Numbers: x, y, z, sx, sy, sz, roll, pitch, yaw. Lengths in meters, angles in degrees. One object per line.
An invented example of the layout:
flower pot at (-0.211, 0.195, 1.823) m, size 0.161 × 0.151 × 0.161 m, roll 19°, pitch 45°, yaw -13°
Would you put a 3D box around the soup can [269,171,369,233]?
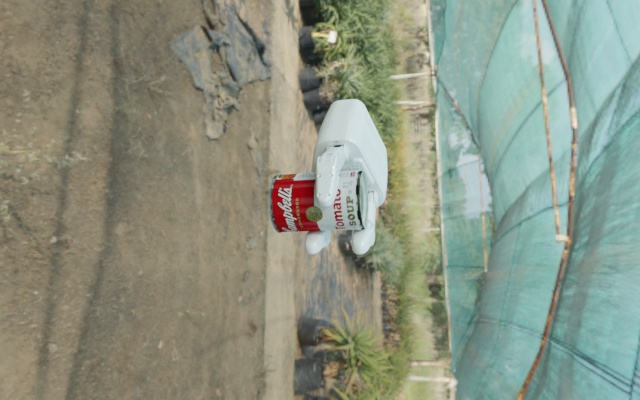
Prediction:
soup can at (0.000, 0.002, 0.544) m, size 0.102 × 0.068 × 0.068 m, roll -2°, pitch -1°, yaw 14°
